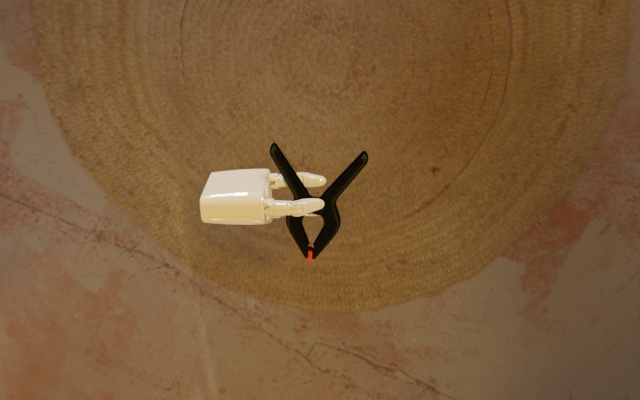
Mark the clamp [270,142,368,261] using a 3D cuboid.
[{"bbox_3d":[0.000,0.003,0.821,0.164,0.210,0.036,-1,17,3],"label":"clamp"}]
